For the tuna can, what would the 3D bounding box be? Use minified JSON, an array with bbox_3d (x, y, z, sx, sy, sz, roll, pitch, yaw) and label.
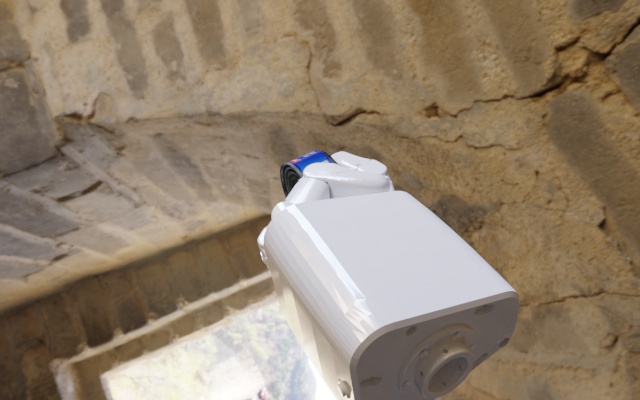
[{"bbox_3d":[0.001,0.001,0.408,0.034,0.086,0.086,-26,8,-17],"label":"tuna can"}]
